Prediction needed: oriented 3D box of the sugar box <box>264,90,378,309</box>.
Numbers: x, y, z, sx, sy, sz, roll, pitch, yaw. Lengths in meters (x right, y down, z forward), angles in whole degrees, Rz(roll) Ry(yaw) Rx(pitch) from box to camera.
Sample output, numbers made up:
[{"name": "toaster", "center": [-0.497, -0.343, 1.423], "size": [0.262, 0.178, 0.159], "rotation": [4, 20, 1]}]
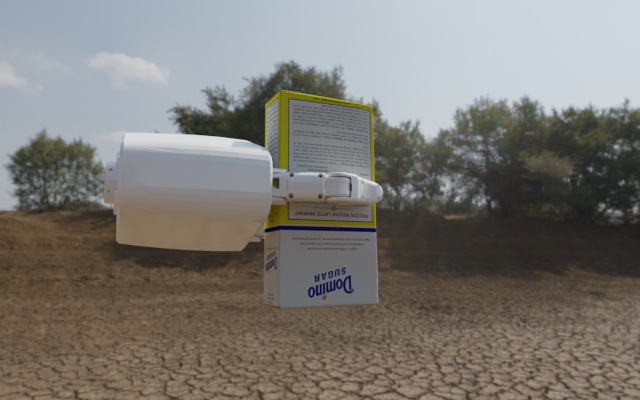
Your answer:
[{"name": "sugar box", "center": [0.000, 0.001, 0.412], "size": [0.093, 0.176, 0.048], "rotation": [4, -6, -25]}]
